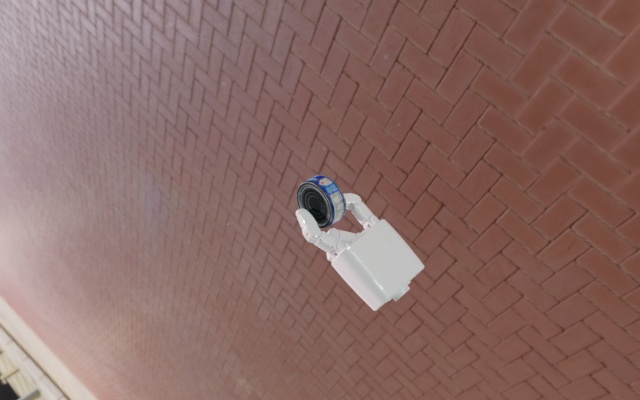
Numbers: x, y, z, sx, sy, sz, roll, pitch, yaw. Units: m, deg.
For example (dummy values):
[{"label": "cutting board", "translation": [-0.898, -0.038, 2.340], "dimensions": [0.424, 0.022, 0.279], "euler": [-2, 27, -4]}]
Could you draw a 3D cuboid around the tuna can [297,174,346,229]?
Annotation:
[{"label": "tuna can", "translation": [0.000, 0.003, 0.788], "dimensions": [0.033, 0.086, 0.086], "euler": [-27, 17, -38]}]
